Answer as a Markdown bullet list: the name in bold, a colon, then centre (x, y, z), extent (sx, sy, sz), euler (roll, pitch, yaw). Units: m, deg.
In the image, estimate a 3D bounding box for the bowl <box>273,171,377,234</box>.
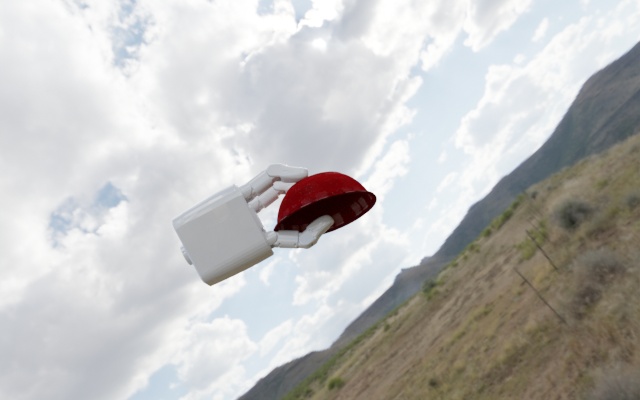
- **bowl**: centre (0.001, 0.002, 0.714), extent (0.162, 0.055, 0.162), euler (-17, -20, -6)
